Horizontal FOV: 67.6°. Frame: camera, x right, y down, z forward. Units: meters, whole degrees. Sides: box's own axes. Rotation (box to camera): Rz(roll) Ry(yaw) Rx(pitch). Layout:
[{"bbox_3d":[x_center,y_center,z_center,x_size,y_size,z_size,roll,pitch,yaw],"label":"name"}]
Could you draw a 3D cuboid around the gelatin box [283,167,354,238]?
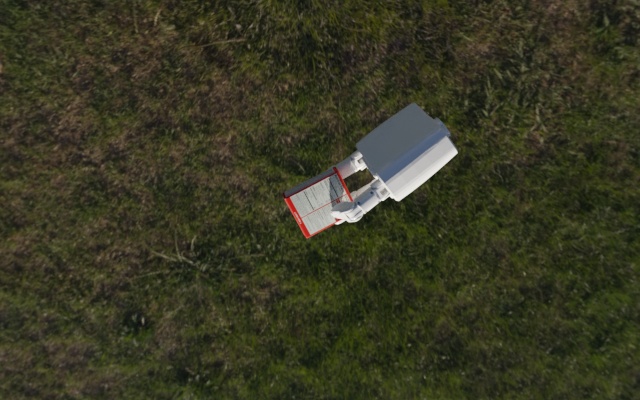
[{"bbox_3d":[0.000,0.003,0.706,0.089,0.073,0.030,-28,23,0],"label":"gelatin box"}]
